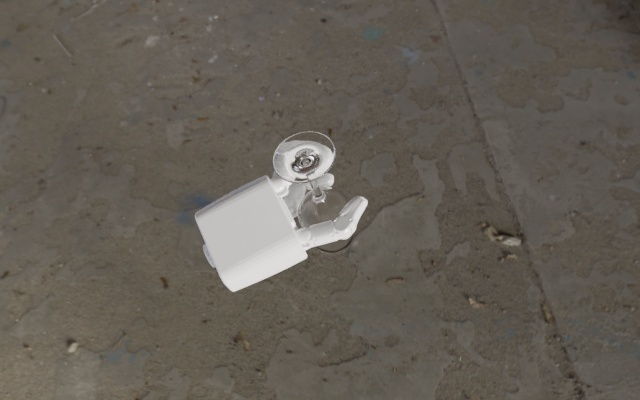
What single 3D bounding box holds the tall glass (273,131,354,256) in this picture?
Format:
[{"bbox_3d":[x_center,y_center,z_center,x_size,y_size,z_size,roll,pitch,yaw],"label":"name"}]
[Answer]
[{"bbox_3d":[0.000,0.002,0.628,0.079,0.079,0.201,0,-32,14],"label":"tall glass"}]
